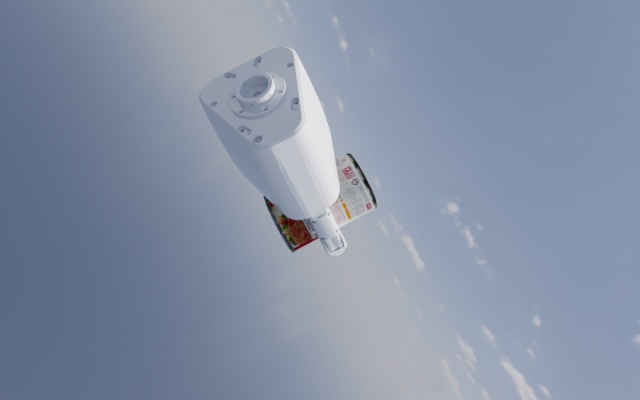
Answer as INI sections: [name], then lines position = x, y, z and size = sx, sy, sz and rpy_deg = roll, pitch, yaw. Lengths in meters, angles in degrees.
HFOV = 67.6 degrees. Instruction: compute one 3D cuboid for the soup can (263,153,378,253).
[soup can]
position = 0.001, 0.002, 0.504
size = 0.102, 0.068, 0.068
rpy_deg = -28, 1, -2
